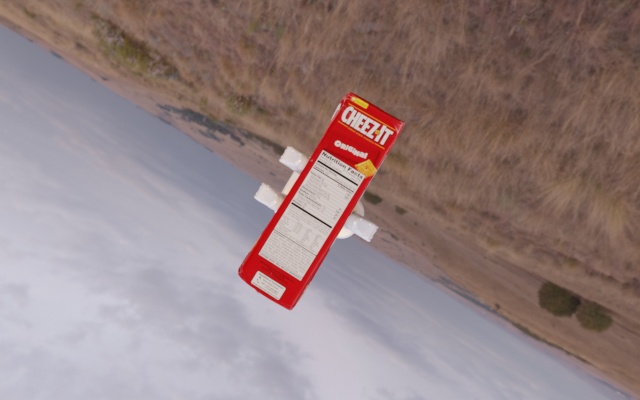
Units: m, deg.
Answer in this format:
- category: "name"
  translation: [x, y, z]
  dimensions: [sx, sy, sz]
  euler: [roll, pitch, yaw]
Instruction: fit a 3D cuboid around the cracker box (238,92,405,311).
- category: "cracker box"
  translation: [0.000, 0.002, 0.534]
  dimensions: [0.072, 0.213, 0.164]
  euler: [31, -1, 2]
